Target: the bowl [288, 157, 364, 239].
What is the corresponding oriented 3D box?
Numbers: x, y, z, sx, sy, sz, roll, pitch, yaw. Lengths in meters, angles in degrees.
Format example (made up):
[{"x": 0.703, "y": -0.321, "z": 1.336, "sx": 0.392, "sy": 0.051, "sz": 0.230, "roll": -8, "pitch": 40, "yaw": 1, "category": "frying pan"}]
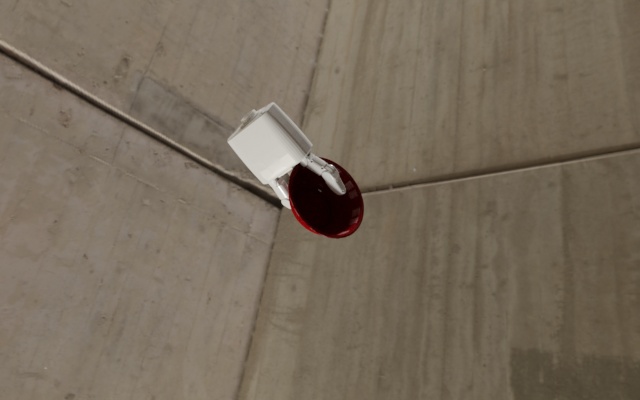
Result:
[{"x": 0.001, "y": 0.004, "z": 0.878, "sx": 0.162, "sy": 0.162, "sz": 0.055, "roll": 0, "pitch": -24, "yaw": -35, "category": "bowl"}]
